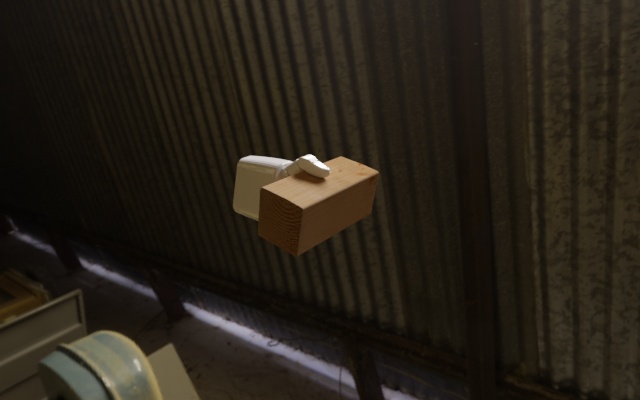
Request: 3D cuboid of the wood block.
[{"bbox_3d":[0.000,0.002,0.810,0.090,0.091,0.206,26,34,31],"label":"wood block"}]
